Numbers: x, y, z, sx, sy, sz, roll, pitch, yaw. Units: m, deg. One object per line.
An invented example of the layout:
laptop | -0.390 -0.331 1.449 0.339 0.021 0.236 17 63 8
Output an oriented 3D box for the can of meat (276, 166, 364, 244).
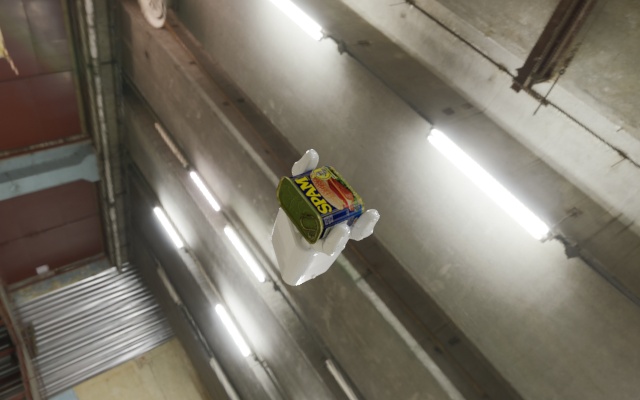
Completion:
can of meat | 0.000 0.002 0.683 0.084 0.102 0.057 -20 -32 -34
